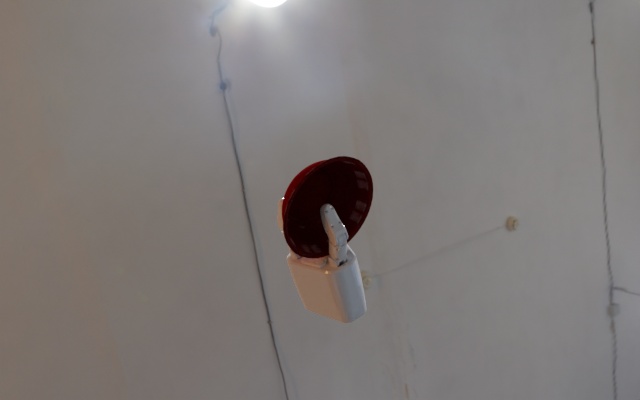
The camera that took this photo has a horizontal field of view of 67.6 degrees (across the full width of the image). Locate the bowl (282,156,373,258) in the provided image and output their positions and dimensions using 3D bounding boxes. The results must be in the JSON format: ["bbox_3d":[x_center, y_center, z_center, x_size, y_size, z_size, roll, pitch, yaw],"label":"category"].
[{"bbox_3d":[0.000,0.001,0.702,0.162,0.162,0.055,0,25,-41],"label":"bowl"}]
